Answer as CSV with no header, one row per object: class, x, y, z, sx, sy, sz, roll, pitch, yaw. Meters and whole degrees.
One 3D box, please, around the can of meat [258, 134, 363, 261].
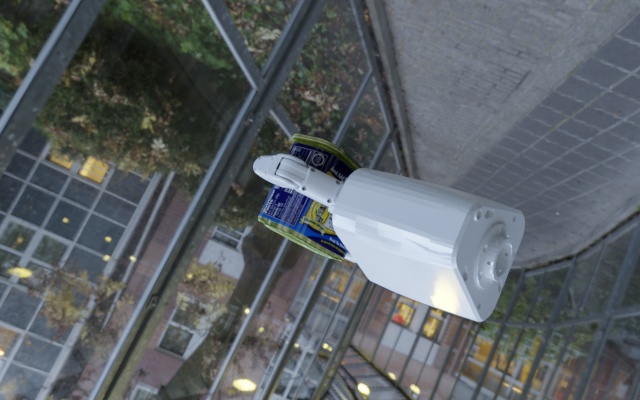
can of meat,0.000,0.002,0.435,0.057,0.084,0.102,18,-11,39
